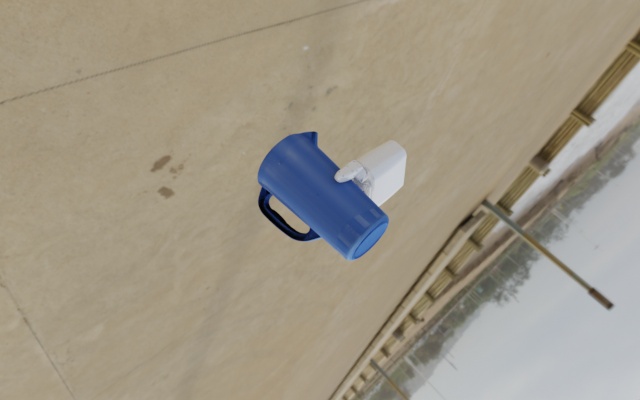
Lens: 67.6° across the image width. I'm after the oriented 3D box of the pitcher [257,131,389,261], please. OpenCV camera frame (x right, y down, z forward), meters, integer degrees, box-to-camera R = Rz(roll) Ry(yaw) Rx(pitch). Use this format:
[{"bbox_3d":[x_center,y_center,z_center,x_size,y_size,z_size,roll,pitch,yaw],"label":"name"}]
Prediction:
[{"bbox_3d":[0.000,0.003,0.891,0.145,0.242,0.149,-34,-24,-31],"label":"pitcher"}]
